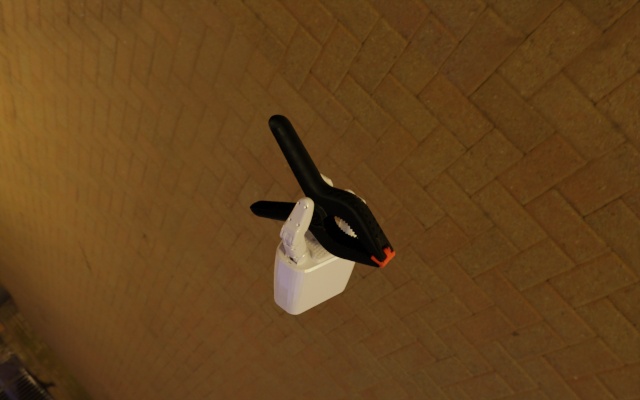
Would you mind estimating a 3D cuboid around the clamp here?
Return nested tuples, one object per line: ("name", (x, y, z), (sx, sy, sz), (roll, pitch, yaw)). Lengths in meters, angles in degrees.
("clamp", (0.000, 0.003, 0.573), (0.210, 0.165, 0.036), (32, 46, 22))
